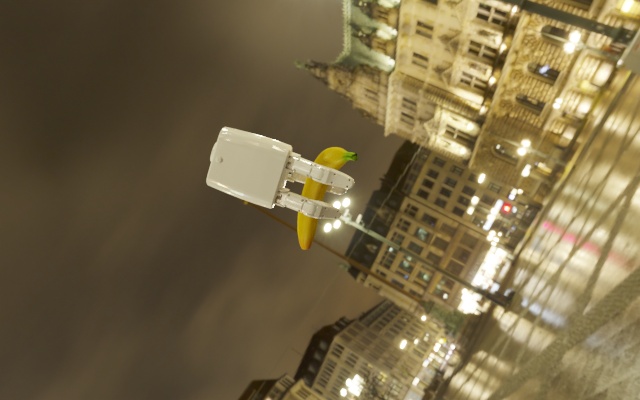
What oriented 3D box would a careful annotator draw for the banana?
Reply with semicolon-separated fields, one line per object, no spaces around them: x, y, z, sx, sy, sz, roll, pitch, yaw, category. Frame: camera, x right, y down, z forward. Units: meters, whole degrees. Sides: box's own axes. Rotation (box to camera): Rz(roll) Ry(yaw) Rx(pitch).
-0.003;-0.012;0.751;0.037;0.198;0.069;7;38;-25;banana
